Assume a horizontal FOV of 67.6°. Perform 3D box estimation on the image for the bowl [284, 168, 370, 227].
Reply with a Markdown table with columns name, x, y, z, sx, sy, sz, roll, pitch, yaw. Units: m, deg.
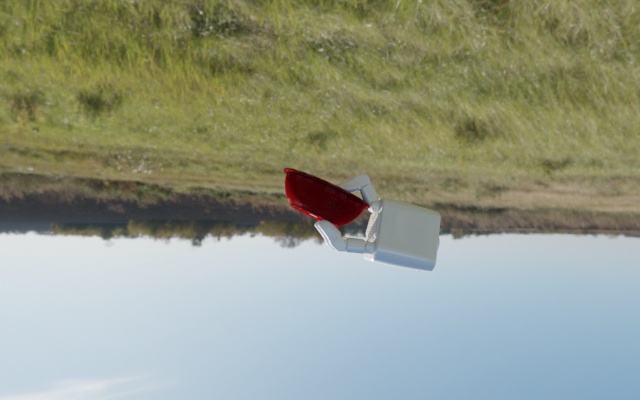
| name | x | y | z | sx | sy | sz | roll | pitch | yaw |
| --- | --- | --- | --- | --- | --- | --- | --- | --- | --- |
| bowl | -0.001 | 0.003 | 0.816 | 0.162 | 0.055 | 0.162 | 24 | -5 | 2 |
